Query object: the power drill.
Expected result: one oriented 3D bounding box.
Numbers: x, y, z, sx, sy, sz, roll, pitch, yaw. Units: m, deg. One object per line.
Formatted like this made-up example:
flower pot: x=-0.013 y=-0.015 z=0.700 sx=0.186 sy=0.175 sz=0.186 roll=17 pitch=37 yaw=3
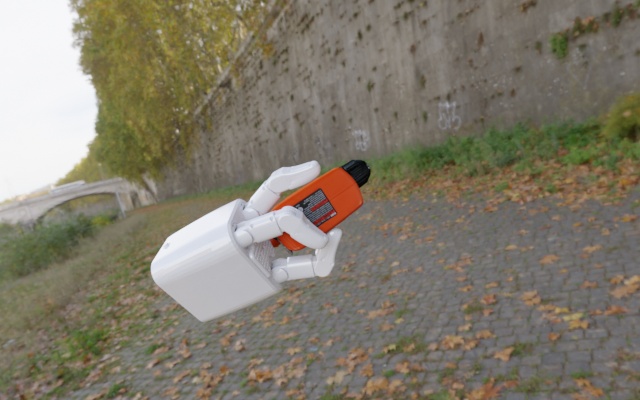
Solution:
power drill: x=0.000 y=0.002 z=0.610 sx=0.184 sy=0.057 sz=0.187 roll=-36 pitch=2 yaw=-5
